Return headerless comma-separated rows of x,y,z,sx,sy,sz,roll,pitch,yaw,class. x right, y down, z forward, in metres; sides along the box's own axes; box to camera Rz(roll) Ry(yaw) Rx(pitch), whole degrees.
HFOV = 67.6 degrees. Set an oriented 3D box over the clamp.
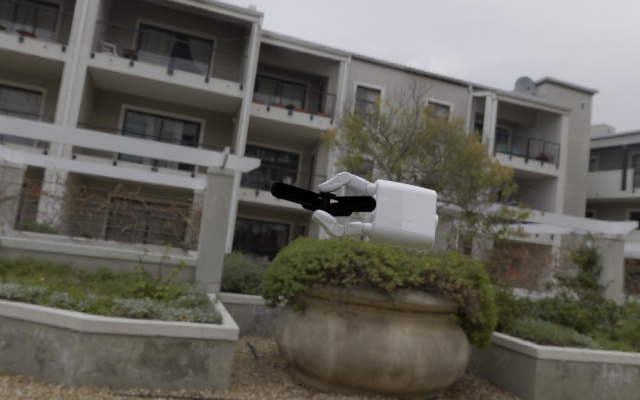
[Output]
0.000,0.002,0.820,0.164,0.036,0.210,11,-6,-2,clamp
